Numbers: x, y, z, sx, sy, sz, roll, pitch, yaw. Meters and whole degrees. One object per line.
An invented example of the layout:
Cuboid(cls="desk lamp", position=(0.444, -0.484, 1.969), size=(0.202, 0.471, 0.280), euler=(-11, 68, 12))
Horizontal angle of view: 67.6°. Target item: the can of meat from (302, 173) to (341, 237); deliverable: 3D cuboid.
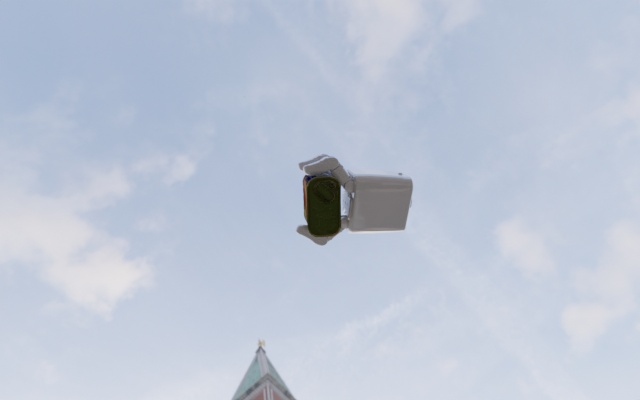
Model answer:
Cuboid(cls="can of meat", position=(0.000, 0.003, 0.827), size=(0.057, 0.102, 0.084), euler=(-3, 13, -8))
